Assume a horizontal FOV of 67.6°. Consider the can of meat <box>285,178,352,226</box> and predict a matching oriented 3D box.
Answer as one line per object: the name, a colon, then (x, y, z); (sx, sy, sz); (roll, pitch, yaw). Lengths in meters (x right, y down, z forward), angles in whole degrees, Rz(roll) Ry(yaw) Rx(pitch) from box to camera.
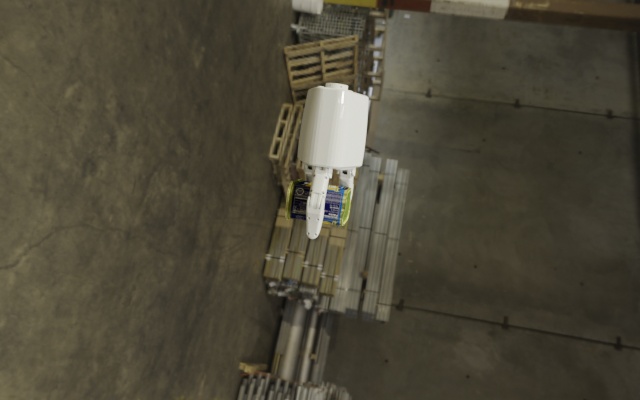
can of meat: (0.000, 0.002, 0.709); (0.084, 0.057, 0.102); (8, 7, 7)
